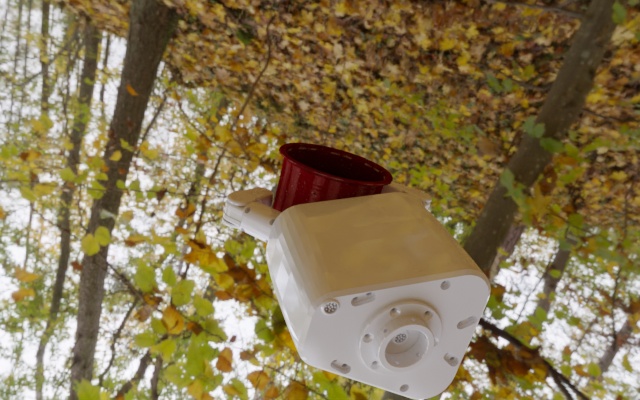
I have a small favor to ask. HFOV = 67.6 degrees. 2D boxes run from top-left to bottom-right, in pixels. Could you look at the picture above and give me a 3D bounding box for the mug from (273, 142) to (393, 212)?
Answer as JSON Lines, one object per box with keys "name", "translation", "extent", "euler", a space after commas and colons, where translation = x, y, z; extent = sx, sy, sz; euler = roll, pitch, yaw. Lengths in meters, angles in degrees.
{"name": "mug", "translation": [0.000, 0.001, 0.403], "extent": [0.093, 0.081, 0.117], "euler": [9, 20, -18]}
